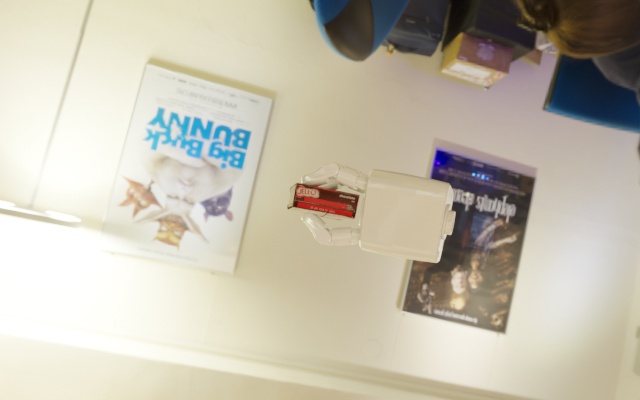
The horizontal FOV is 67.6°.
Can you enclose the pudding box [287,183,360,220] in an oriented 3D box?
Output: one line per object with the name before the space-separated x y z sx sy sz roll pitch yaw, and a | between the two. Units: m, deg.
pudding box | 0.000 0.002 0.698 0.090 0.039 0.113 12 -6 -8
